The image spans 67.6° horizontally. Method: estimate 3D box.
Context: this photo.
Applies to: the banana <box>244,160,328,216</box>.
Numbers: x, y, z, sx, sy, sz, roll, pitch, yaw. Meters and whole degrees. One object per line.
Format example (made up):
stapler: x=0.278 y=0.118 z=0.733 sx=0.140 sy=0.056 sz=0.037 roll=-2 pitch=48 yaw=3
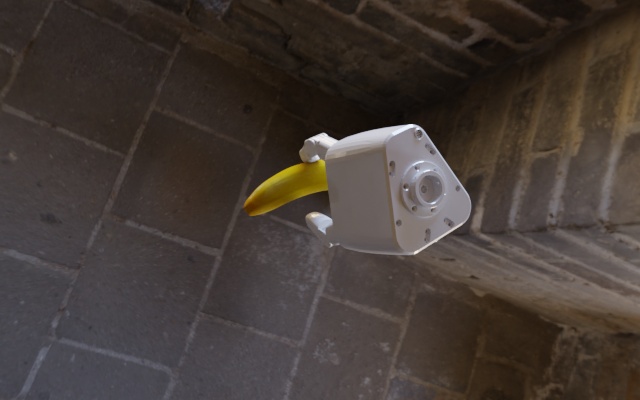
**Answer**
banana: x=0.004 y=-0.017 z=0.581 sx=0.198 sy=0.069 sz=0.037 roll=0 pitch=6 yaw=-27
